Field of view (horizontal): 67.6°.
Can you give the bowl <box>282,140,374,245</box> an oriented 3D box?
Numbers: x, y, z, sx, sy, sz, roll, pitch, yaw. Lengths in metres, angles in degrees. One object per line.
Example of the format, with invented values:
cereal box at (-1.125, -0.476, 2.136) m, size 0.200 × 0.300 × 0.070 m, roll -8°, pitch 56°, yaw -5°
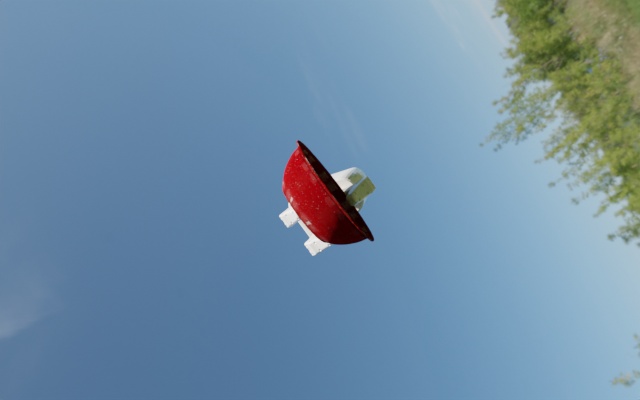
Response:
bowl at (-0.001, 0.002, 0.615) m, size 0.055 × 0.162 × 0.162 m, roll -37°, pitch -5°, yaw 6°
